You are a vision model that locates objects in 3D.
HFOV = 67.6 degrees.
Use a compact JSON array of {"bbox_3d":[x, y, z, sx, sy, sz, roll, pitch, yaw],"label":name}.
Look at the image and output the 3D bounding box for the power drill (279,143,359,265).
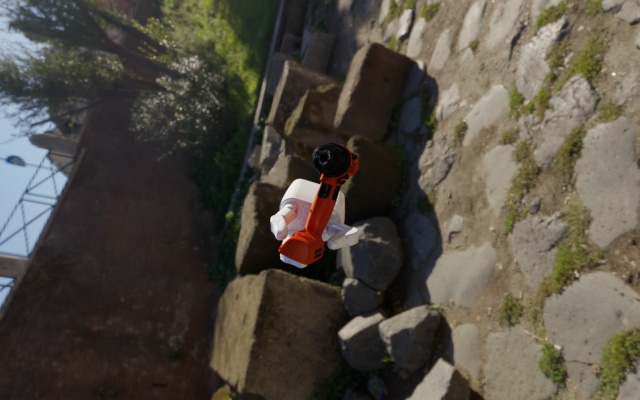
[{"bbox_3d":[0.000,0.003,0.736,0.057,0.187,0.184,25,7,13],"label":"power drill"}]
